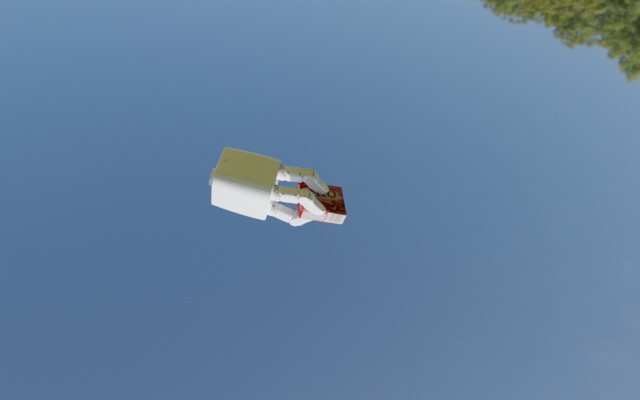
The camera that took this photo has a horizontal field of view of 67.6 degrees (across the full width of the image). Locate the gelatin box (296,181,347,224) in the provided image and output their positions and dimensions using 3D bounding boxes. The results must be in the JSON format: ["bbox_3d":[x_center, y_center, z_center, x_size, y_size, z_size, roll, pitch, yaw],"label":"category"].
[{"bbox_3d":[0.000,0.003,0.895,0.089,0.073,0.030,9,-45,-18],"label":"gelatin box"}]
